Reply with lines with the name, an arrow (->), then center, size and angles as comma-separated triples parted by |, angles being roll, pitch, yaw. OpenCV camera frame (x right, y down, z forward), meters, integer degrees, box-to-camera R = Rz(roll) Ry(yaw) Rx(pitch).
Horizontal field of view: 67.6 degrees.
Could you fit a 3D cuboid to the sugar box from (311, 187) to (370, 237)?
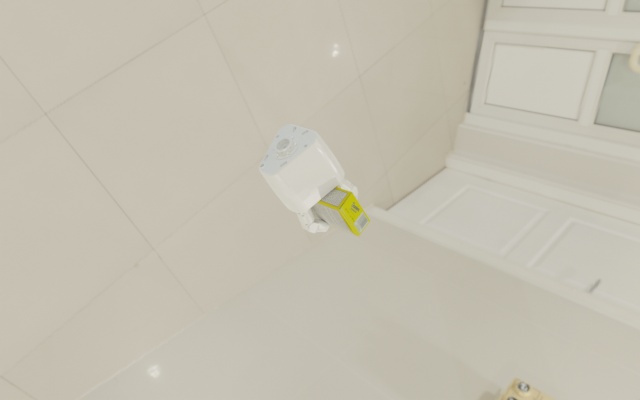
sugar box -> 0.000, 0.002, 0.887 | 0.176, 0.048, 0.093 | 24, -22, 41
